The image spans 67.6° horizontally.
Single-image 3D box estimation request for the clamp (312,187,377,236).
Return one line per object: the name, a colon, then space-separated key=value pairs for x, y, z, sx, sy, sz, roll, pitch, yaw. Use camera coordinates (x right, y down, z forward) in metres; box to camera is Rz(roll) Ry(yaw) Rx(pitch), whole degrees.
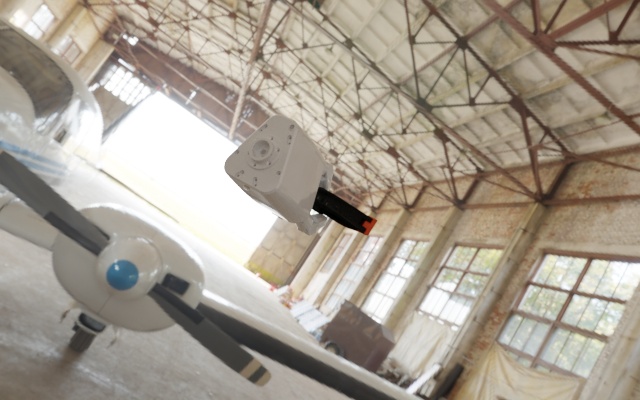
clamp: x=0.001 y=0.002 z=0.763 sx=0.210 sy=0.036 sz=0.165 roll=29 pitch=-9 yaw=26
